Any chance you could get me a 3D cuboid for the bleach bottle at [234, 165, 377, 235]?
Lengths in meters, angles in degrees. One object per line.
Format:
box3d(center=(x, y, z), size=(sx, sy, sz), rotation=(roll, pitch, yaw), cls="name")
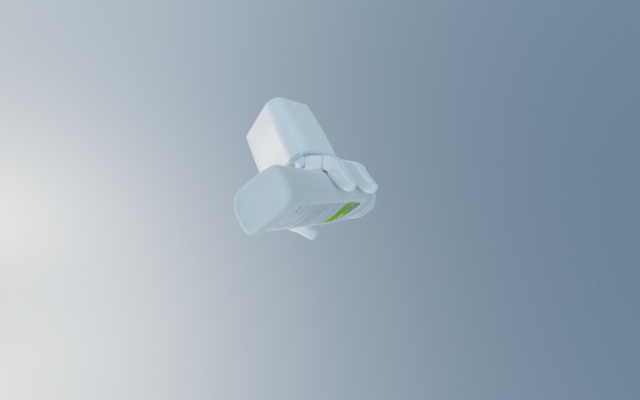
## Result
box3d(center=(0.000, 0.002, 0.699), size=(0.102, 0.068, 0.251), rotation=(-36, -22, 30), cls="bleach bottle")
